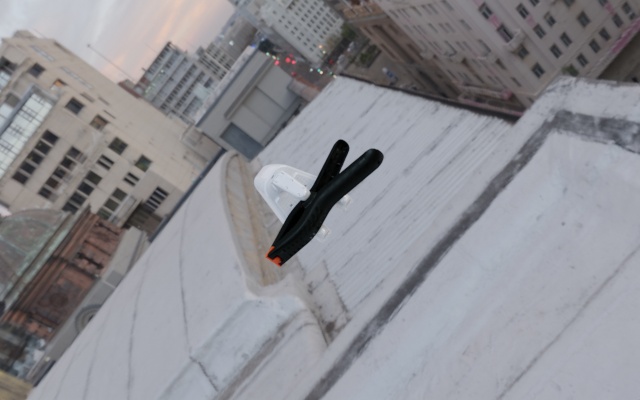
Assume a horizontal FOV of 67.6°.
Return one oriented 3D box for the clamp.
[{"bbox_3d":[-0.001,0.002,0.650,0.036,0.210,0.164,37,-6,-17],"label":"clamp"}]
